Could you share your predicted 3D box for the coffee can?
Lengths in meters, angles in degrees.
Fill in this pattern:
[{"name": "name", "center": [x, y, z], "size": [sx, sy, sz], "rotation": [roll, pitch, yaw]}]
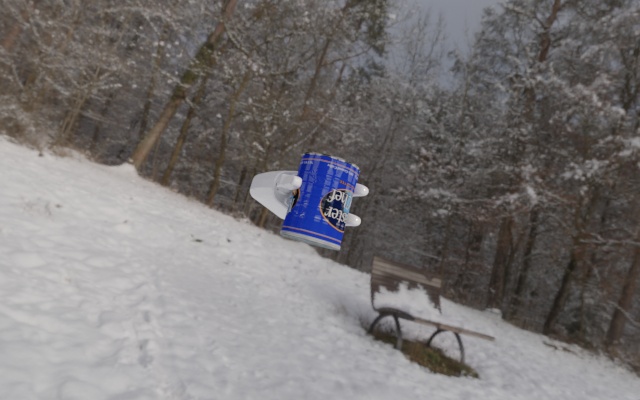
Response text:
[{"name": "coffee can", "center": [0.000, 0.003, 0.797], "size": [0.103, 0.140, 0.103], "rotation": [15, -8, 2]}]
